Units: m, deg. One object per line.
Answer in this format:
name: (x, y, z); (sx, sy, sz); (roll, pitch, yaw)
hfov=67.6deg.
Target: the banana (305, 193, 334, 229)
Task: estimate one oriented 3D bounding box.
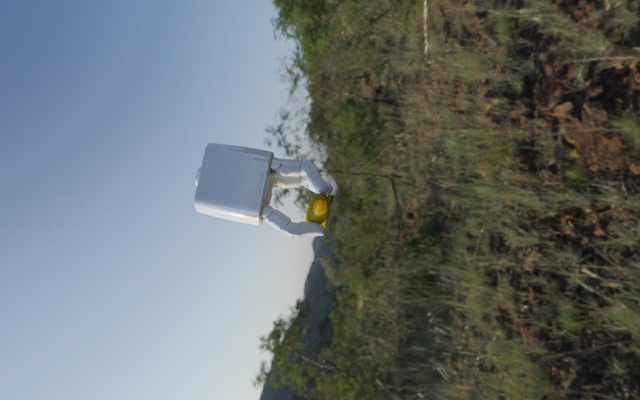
banana: (-0.004, 0.021, 0.804); (0.037, 0.069, 0.198); (13, 1, 3)
